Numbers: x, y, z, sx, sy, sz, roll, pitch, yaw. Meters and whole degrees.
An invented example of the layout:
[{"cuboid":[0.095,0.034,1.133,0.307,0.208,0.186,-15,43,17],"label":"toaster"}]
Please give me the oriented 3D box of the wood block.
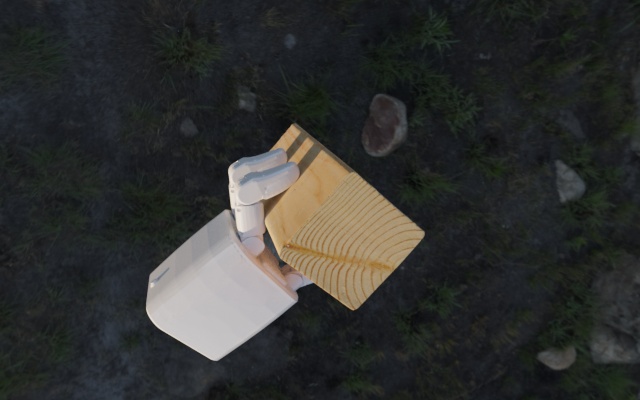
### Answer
[{"cuboid":[0.000,0.002,0.468,0.091,0.090,0.206,40,5,-24],"label":"wood block"}]
